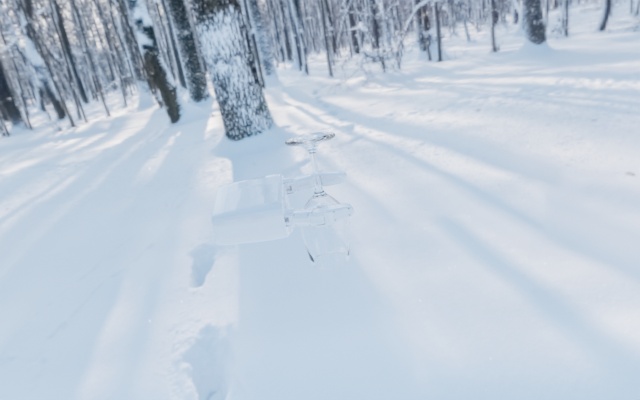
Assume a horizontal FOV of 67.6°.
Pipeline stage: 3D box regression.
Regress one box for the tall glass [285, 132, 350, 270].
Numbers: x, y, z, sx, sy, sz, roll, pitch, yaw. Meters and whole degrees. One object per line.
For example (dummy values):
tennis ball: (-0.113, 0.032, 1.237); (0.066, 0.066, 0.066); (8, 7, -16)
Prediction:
tall glass: (0.000, 0.002, 0.726); (0.079, 0.201, 0.079); (-9, 19, 3)
